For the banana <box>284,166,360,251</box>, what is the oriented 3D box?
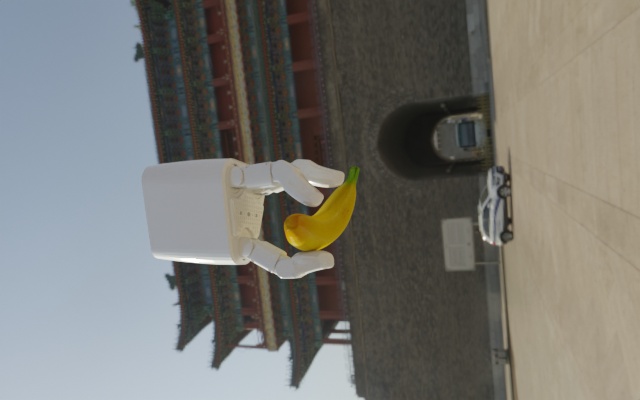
[{"bbox_3d":[0.002,0.018,0.532,0.037,0.070,0.197,3,20,20],"label":"banana"}]
